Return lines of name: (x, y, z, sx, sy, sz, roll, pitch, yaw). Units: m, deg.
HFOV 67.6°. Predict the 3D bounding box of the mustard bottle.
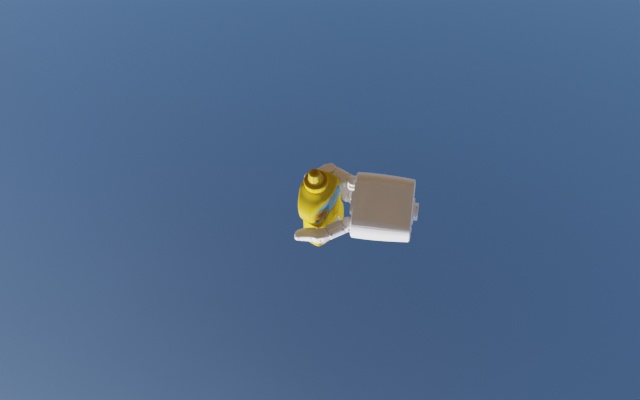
mustard bottle: (0.000, 0.003, 0.858, 0.058, 0.096, 0.192, 30, -22, 21)
